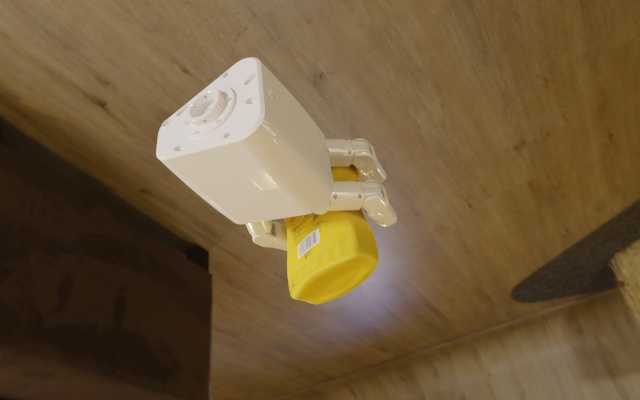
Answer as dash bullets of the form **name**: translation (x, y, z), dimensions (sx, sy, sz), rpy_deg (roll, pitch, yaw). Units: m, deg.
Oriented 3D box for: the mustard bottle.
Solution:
- **mustard bottle**: translation (0.000, 0.002, 0.493), dimensions (0.058, 0.191, 0.096), rpy_deg (21, -48, -33)
